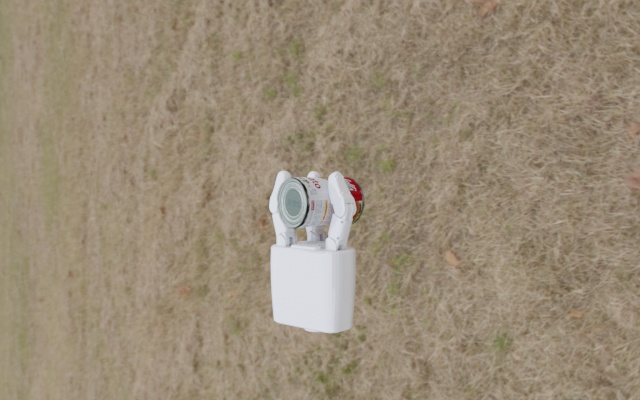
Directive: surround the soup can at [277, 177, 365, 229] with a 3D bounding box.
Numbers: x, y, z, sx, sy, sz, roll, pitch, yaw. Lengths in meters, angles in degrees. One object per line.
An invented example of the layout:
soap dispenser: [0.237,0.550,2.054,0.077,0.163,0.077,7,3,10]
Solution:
soup can: [0.000,0.002,0.645,0.102,0.068,0.068,-2,1,-41]
